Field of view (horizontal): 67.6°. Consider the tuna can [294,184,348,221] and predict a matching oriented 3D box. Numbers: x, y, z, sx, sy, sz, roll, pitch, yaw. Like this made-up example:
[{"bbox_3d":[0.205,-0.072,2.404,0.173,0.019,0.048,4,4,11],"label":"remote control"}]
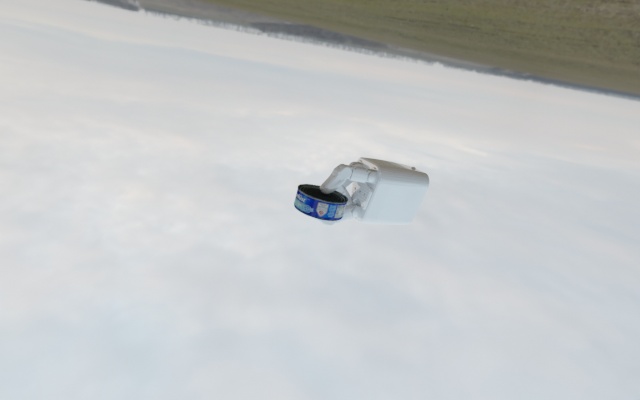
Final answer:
[{"bbox_3d":[0.000,0.003,0.785,0.086,0.034,0.086,14,16,-4],"label":"tuna can"}]
